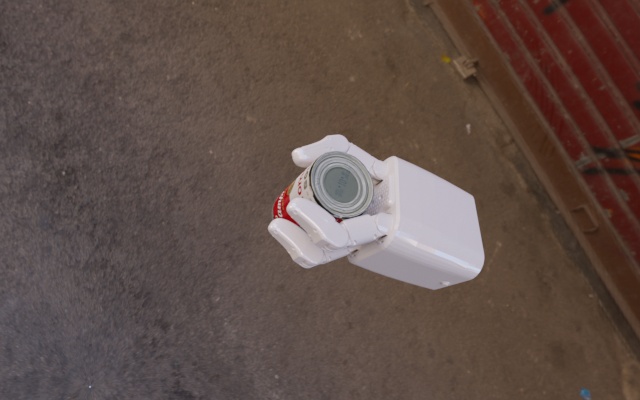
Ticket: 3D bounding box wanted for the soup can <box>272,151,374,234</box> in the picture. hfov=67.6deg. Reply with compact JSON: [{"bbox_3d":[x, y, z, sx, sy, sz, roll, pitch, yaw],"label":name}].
[{"bbox_3d":[0.000,0.001,0.475,0.068,0.068,0.102,0,-19,-26],"label":"soup can"}]
